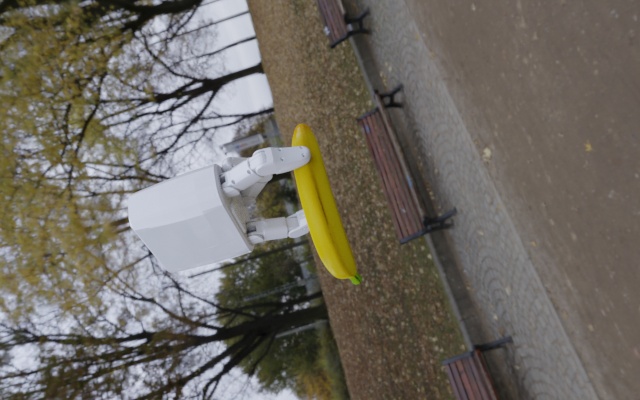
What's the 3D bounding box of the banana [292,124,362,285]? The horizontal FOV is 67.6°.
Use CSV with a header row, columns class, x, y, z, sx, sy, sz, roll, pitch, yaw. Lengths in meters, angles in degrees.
class,x,y,z,sx,sy,sz,roll,pitch,yaw
banana,0.000,0.004,0.527,0.037,0.198,0.069,-18,-4,4
